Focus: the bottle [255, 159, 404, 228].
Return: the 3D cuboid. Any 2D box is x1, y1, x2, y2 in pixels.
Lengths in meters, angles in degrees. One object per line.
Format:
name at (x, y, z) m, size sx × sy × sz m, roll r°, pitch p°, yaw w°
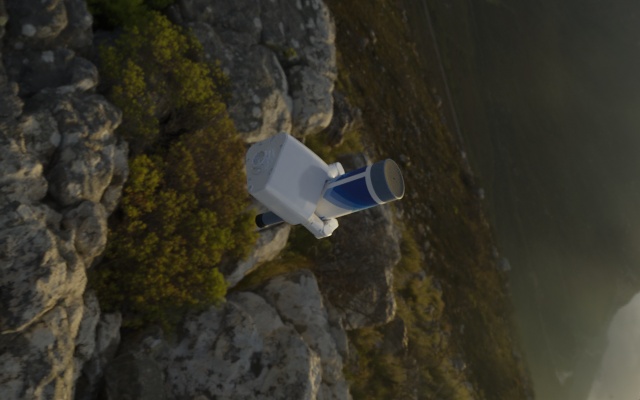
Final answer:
bottle at (0.000, 0.003, 0.836) m, size 0.296 × 0.069 × 0.069 m, roll -18°, pitch -10°, yaw 34°
